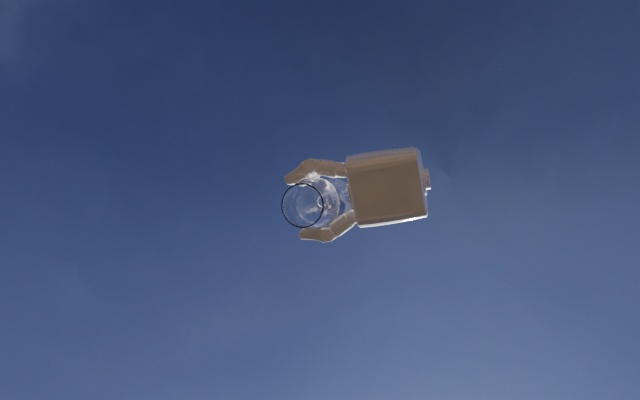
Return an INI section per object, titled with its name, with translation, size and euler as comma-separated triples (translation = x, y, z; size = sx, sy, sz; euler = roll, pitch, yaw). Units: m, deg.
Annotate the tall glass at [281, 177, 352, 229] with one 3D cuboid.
[tall glass]
translation = 0.000, 0.003, 0.750
size = 0.079, 0.079, 0.201
euler = 0, 3, 15
